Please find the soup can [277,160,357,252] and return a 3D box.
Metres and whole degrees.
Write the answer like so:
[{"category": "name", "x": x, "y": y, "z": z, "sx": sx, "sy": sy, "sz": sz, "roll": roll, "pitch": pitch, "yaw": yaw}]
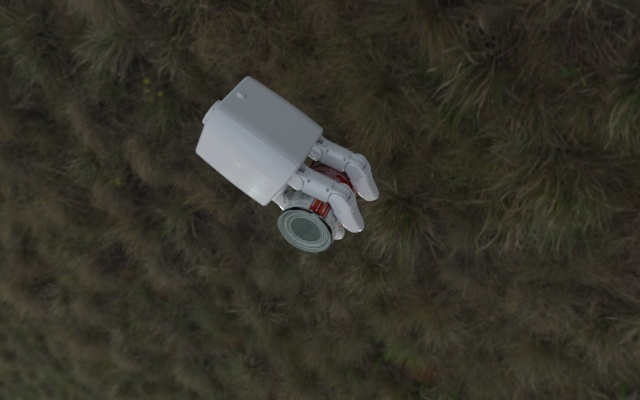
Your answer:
[{"category": "soup can", "x": 0.000, "y": 0.002, "z": 0.560, "sx": 0.068, "sy": 0.068, "sz": 0.102, "roll": 0, "pitch": 40, "yaw": 28}]
